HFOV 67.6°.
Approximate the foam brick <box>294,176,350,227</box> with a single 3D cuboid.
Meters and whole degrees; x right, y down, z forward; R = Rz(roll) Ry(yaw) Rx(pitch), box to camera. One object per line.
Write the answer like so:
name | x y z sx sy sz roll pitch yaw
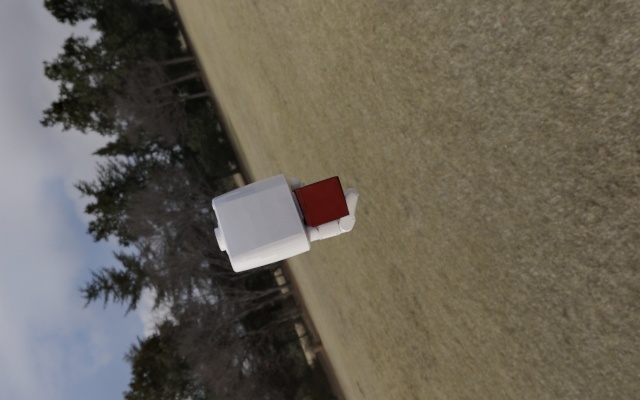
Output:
foam brick | 0.000 0.002 0.622 0.051 0.053 0.078 -18 1 -9
